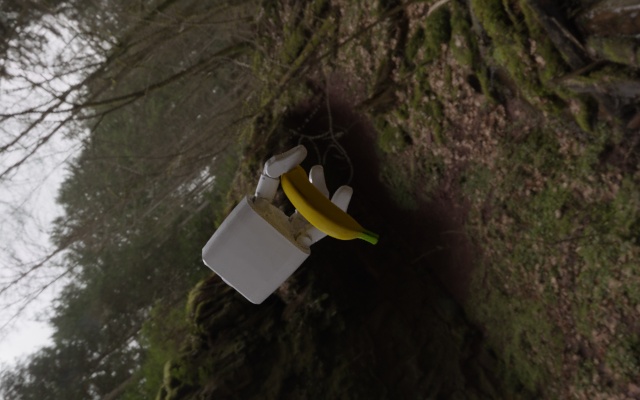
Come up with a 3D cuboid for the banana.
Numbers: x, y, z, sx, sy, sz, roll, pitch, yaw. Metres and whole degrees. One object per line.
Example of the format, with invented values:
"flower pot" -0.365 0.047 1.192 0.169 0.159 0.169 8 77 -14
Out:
"banana" -0.010 -0.002 0.608 0.070 0.037 0.197 25 14 -45
